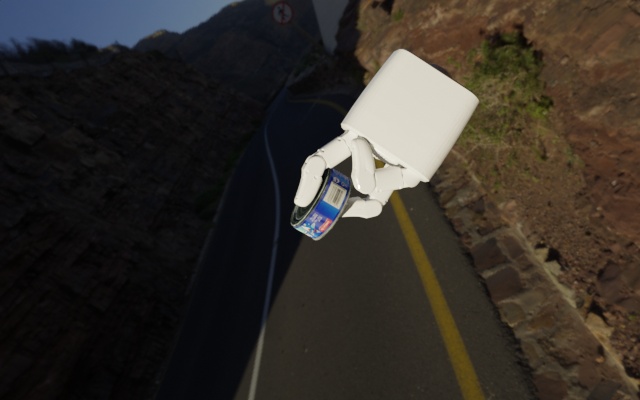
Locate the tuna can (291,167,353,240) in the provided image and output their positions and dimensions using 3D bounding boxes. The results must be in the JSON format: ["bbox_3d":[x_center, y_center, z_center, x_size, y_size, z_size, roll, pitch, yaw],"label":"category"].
[{"bbox_3d":[0.000,0.002,0.570,0.034,0.086,0.086,31,-9,-16],"label":"tuna can"}]
